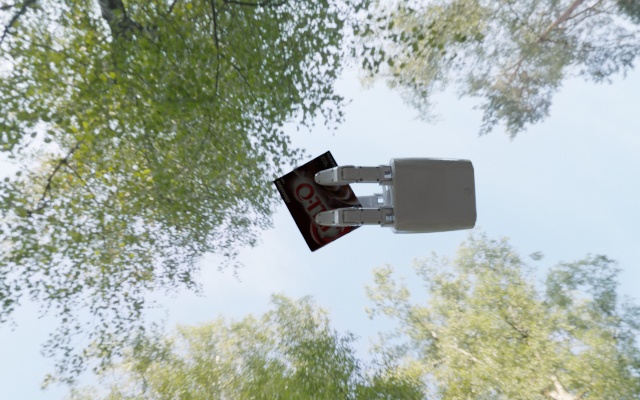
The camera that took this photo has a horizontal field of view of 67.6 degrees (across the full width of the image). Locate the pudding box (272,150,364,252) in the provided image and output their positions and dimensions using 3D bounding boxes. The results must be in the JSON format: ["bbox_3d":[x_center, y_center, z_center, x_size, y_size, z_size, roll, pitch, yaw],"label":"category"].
[{"bbox_3d":[0.000,0.002,0.655,0.090,0.113,0.039,-29,-8,-4],"label":"pudding box"}]
